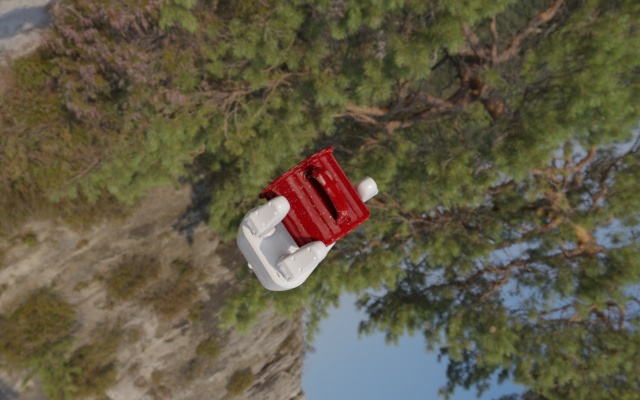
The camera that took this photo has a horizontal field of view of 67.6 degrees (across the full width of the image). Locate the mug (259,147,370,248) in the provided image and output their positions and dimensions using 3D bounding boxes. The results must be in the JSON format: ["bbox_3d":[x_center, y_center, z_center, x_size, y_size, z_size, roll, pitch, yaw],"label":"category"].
[{"bbox_3d":[0.001,0.001,0.479,0.093,0.081,0.117,-33,-3,-20],"label":"mug"}]
